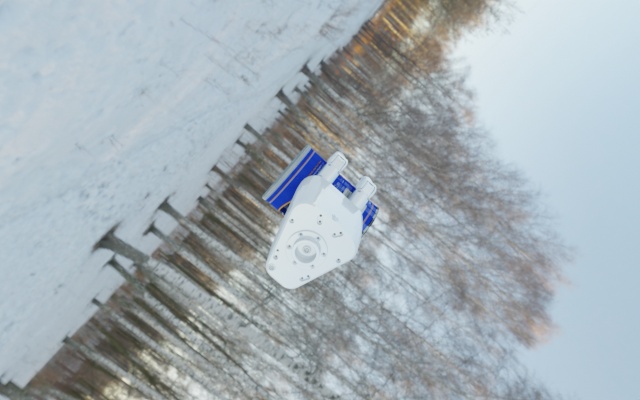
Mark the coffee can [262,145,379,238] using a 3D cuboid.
[{"bbox_3d":[0.000,0.002,0.703,0.140,0.103,0.103,41,-6,-7],"label":"coffee can"}]
